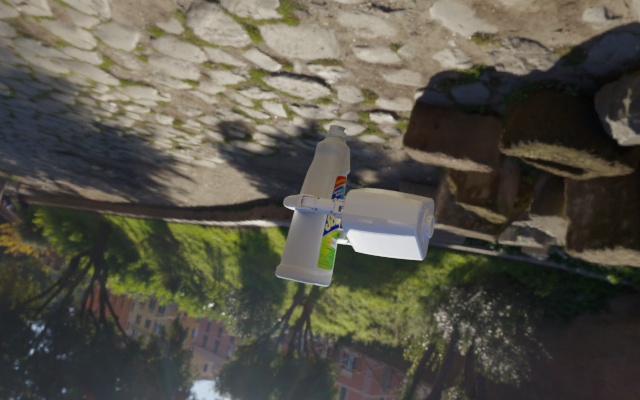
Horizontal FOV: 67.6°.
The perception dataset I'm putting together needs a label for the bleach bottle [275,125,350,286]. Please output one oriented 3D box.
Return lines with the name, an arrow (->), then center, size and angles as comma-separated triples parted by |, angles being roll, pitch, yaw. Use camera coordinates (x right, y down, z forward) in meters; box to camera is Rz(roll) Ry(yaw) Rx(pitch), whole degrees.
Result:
bleach bottle -> 0.000, 0.002, 0.743 | 0.068, 0.251, 0.102 | 8, -9, 24
